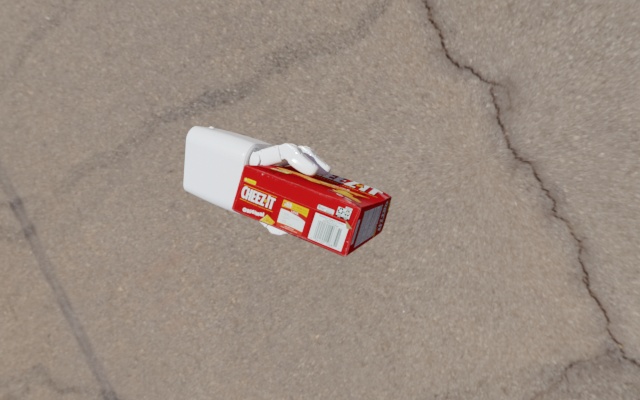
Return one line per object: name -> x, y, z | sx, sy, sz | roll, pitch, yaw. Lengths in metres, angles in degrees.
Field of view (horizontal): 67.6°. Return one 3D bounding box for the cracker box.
cracker box -> 0.000, 0.002, 0.682 | 0.164, 0.072, 0.213 | 21, 11, 16
